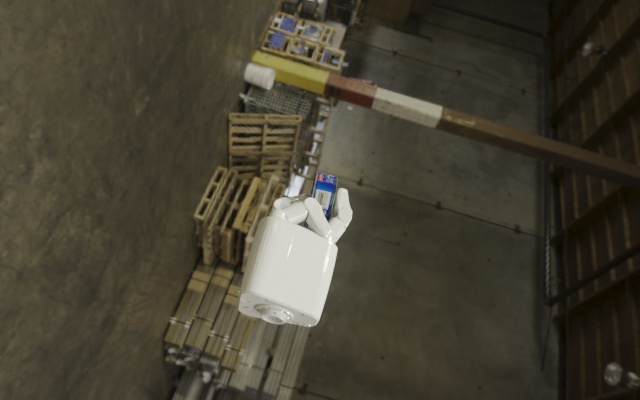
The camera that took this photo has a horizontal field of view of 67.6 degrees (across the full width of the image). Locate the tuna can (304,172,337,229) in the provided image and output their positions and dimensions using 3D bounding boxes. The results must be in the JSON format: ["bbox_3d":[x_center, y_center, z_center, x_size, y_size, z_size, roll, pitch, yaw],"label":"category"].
[{"bbox_3d":[0.001,0.002,0.716,0.034,0.086,0.086,12,-1,-2],"label":"tuna can"}]
